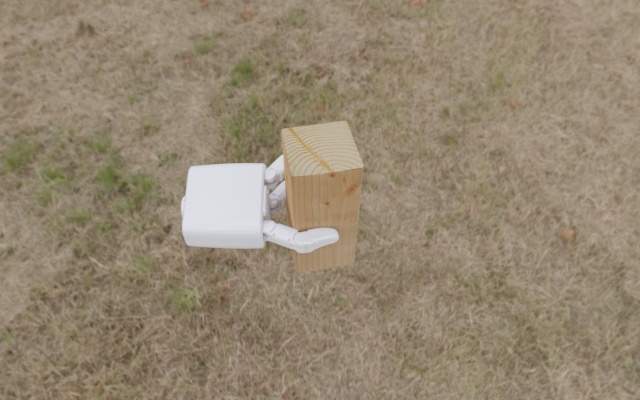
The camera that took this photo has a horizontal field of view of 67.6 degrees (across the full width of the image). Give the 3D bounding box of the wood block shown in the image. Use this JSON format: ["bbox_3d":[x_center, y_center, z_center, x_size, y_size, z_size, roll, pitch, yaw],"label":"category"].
[{"bbox_3d":[0.000,0.002,0.667,0.090,0.090,0.206,-8,-40,-8],"label":"wood block"}]
